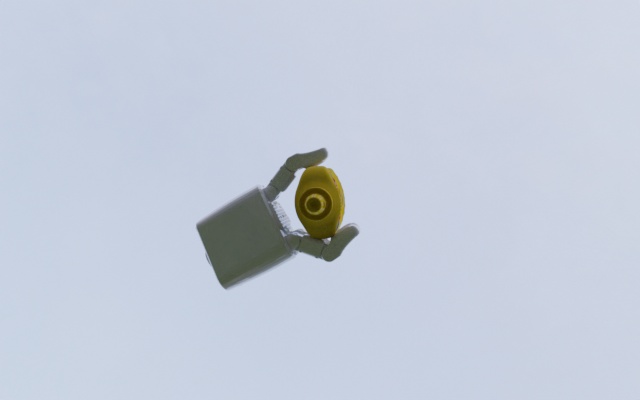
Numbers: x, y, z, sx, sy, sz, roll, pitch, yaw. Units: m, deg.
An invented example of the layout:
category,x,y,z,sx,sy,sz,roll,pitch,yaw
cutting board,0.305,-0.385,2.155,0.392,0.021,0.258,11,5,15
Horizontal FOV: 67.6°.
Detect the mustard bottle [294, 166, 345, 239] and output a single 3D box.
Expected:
category,x,y,z,sx,sy,sz,roll,pitch,yaw
mustard bottle,0.000,0.002,0.641,0.058,0.096,0.191,-5,1,6
